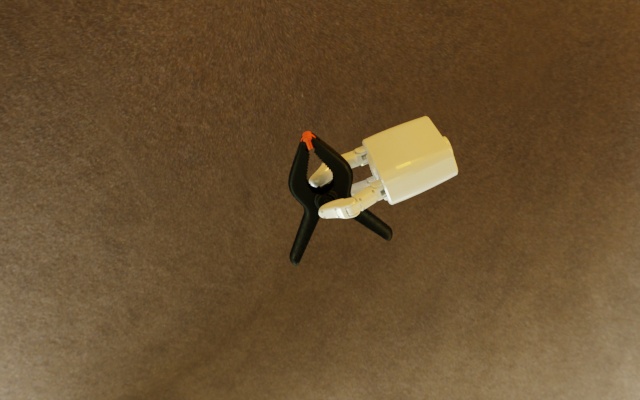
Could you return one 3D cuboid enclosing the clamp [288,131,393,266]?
[{"bbox_3d":[0.000,0.002,0.707,0.164,0.210,0.036,-22,26,6],"label":"clamp"}]
